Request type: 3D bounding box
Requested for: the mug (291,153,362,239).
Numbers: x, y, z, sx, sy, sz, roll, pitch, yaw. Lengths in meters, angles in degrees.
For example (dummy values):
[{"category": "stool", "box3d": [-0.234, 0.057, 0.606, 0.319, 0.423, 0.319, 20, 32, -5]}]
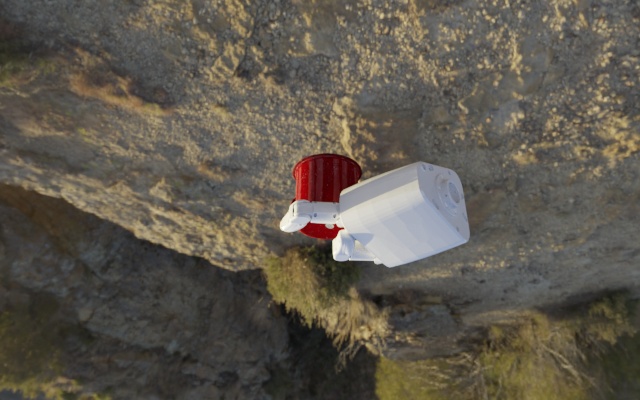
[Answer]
[{"category": "mug", "box3d": [-0.001, 0.003, 0.627, 0.117, 0.081, 0.093, -25, -38, 37]}]
